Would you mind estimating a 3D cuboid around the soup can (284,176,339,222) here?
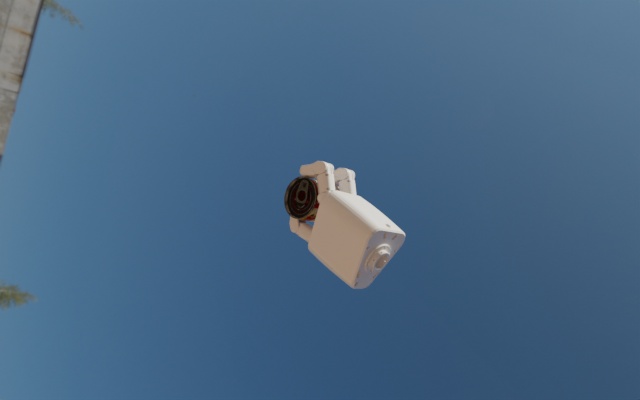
[{"bbox_3d":[0.000,0.002,0.785,0.068,0.068,0.102,0,-8,41],"label":"soup can"}]
